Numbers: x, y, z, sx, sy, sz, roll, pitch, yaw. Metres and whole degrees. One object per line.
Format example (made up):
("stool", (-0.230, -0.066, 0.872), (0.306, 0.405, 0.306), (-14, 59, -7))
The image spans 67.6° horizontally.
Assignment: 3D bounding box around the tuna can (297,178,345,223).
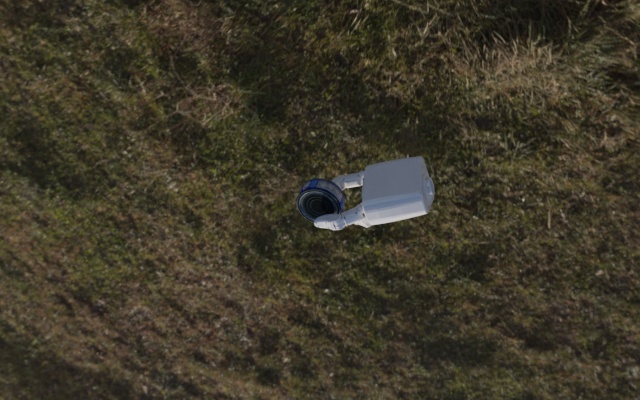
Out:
("tuna can", (0.000, 0.003, 0.880), (0.086, 0.086, 0.033), (0, 38, 20))
